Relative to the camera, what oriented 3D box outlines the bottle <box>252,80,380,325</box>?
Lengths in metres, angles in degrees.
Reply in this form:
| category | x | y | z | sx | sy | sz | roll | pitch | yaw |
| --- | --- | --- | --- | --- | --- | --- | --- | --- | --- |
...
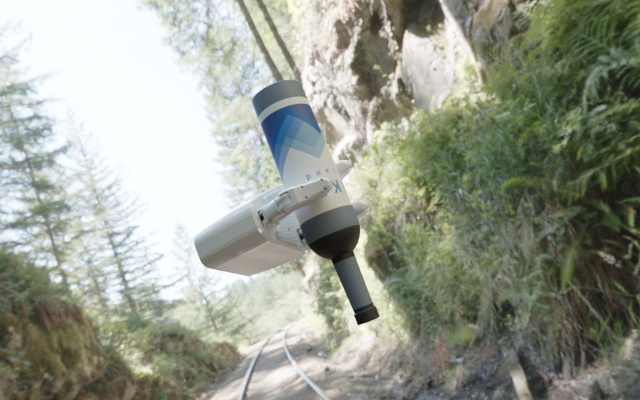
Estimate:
| category | x | y | z | sx | sy | sz | roll | pitch | yaw |
| --- | --- | --- | --- | --- | --- | --- | --- | --- | --- |
| bottle | 0.000 | 0.002 | 0.564 | 0.069 | 0.295 | 0.069 | -21 | -11 | -4 |
